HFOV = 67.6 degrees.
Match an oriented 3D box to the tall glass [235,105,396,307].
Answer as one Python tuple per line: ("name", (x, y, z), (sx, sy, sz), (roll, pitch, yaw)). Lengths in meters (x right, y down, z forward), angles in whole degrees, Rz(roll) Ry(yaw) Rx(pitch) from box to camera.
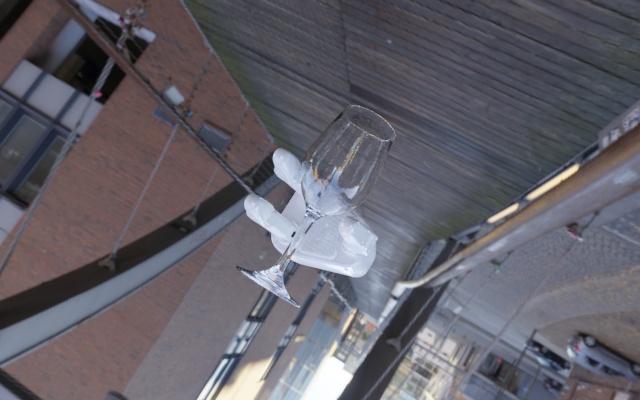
("tall glass", (0.000, 0.002, 0.484), (0.079, 0.201, 0.079), (31, -10, 6))
